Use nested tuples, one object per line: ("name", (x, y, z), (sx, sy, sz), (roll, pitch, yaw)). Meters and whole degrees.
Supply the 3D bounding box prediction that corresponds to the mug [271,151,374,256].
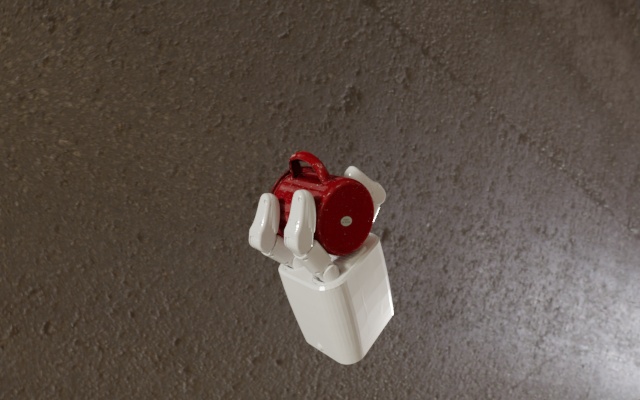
("mug", (0.000, 0.000, 0.510), (0.093, 0.117, 0.081), (-31, 27, -31))
